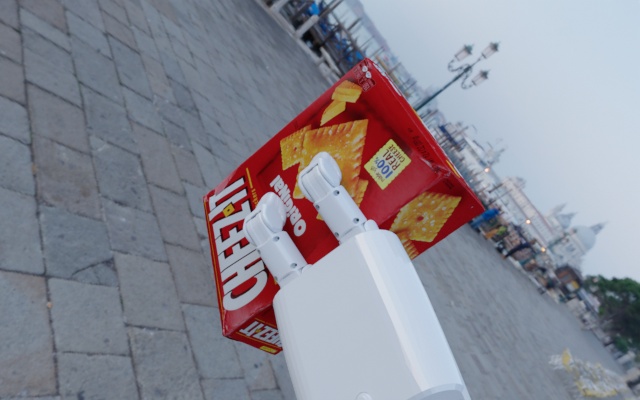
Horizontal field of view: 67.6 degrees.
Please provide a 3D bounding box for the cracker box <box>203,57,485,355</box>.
[{"bbox_3d":[0.000,0.001,0.407,0.214,0.164,0.072,-37,-46,17],"label":"cracker box"}]
